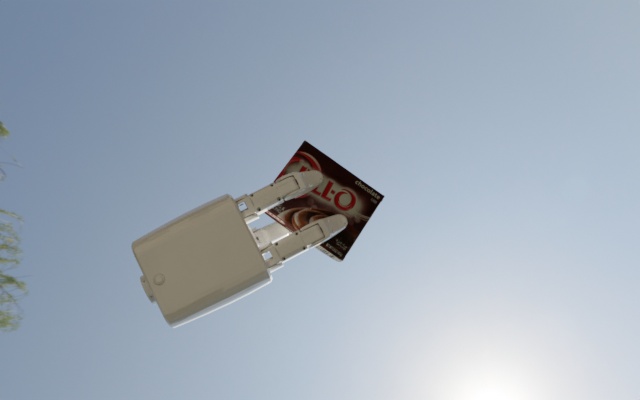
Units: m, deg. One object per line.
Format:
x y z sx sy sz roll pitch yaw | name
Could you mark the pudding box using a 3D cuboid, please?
0.000 0.002 0.535 0.113 0.090 0.039 35 -15 -2 | pudding box
